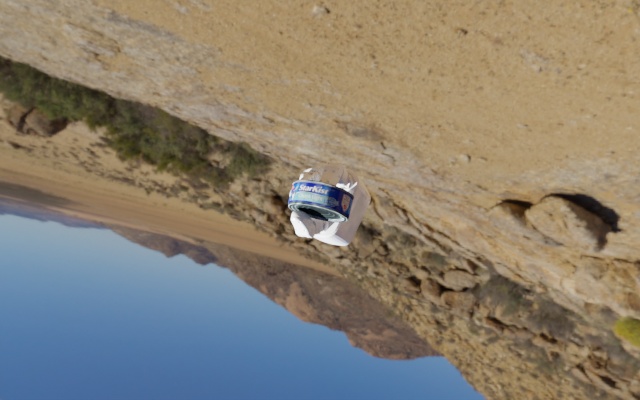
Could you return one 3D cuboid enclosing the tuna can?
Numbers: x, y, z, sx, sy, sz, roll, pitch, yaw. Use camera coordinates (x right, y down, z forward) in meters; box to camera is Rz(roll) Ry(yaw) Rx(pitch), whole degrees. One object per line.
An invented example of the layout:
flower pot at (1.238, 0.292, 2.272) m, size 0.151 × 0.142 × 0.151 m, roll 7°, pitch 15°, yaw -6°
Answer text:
tuna can at (0.000, 0.003, 0.647) m, size 0.086 × 0.033 × 0.086 m, roll 13°, pitch -13°, yaw 3°
